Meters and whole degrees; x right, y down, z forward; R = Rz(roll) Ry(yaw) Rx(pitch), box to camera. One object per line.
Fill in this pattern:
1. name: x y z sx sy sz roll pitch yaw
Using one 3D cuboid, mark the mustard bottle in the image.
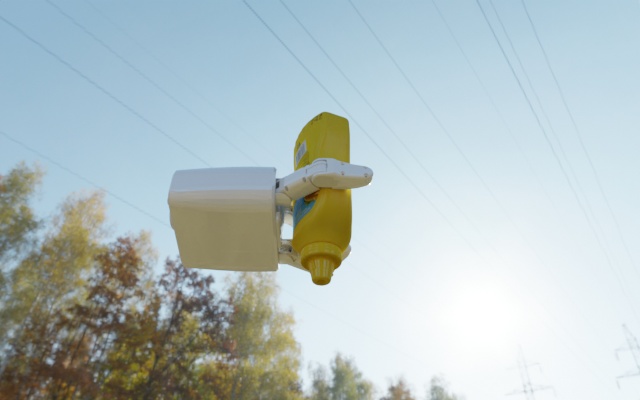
1. mustard bottle: 0.000 0.002 0.511 0.058 0.191 0.096 16 -40 -19
